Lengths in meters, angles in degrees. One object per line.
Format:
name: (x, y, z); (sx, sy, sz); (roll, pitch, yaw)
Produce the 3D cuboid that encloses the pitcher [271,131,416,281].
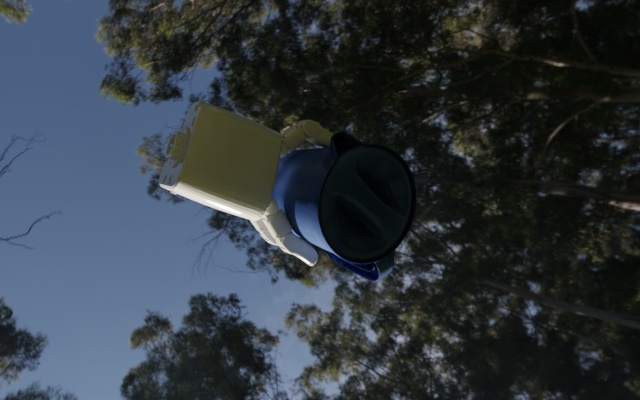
pitcher: (0.000, 0.002, 0.621); (0.145, 0.149, 0.243); (20, -4, -30)
